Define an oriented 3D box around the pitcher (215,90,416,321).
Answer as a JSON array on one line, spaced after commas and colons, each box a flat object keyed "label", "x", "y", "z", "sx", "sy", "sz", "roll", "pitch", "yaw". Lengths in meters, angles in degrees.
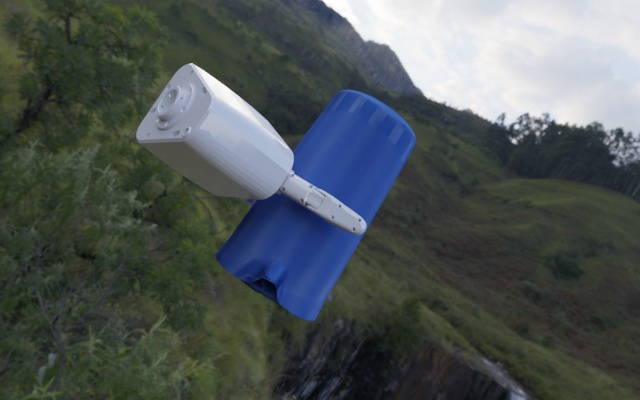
[{"label": "pitcher", "x": 0.000, "y": 0.002, "z": 0.553, "sx": 0.149, "sy": 0.243, "sz": 0.145, "roll": 31, "pitch": -4, "yaw": 46}]
